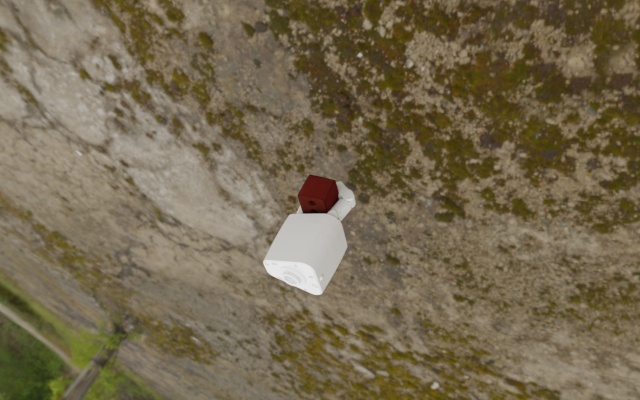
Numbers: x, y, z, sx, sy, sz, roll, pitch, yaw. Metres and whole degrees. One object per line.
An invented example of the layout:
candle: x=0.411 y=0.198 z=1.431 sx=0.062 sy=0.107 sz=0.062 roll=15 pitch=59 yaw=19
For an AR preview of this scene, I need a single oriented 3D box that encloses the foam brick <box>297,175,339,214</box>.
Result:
foam brick: x=0.000 y=0.002 z=0.839 sx=0.053 sy=0.051 sz=0.078 roll=12 pitch=-38 yaw=25
